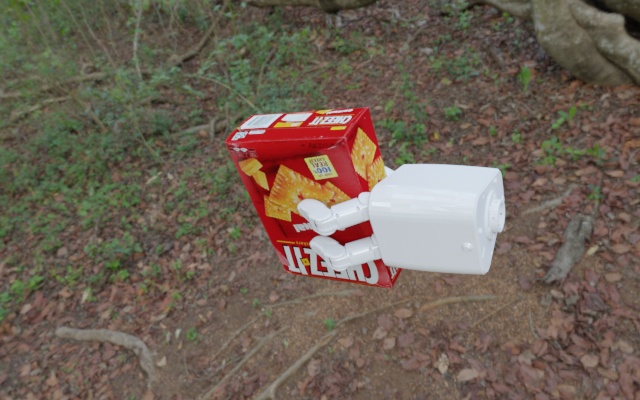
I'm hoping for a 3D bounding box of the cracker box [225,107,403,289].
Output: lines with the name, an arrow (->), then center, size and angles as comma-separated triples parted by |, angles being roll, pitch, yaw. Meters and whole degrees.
cracker box -> 0.000, 0.002, 0.572 | 0.164, 0.214, 0.072 | 3, 39, 33
